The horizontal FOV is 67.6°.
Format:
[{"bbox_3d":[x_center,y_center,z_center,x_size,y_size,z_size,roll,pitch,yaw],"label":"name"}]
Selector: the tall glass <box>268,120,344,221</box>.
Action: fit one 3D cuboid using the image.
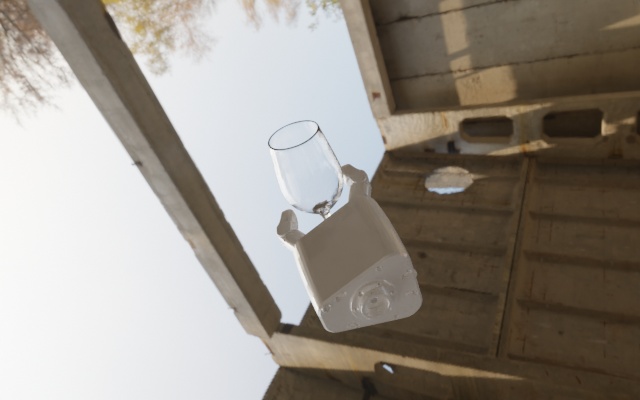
[{"bbox_3d":[0.000,0.002,0.595,0.079,0.201,0.079,-15,34,11],"label":"tall glass"}]
